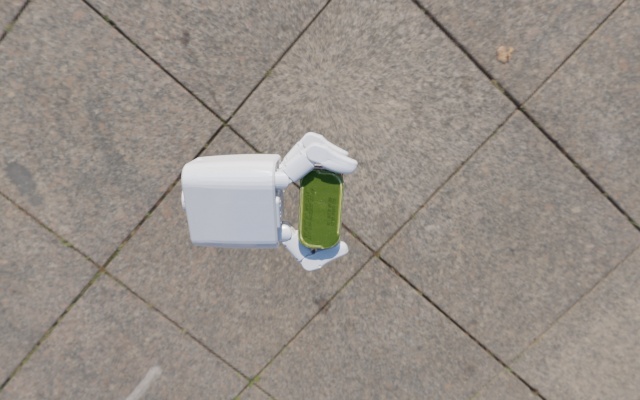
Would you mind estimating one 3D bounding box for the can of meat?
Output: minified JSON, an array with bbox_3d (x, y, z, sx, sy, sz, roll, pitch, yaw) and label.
[{"bbox_3d":[0.000,0.002,0.596,0.057,0.102,0.084,3,14,0],"label":"can of meat"}]
